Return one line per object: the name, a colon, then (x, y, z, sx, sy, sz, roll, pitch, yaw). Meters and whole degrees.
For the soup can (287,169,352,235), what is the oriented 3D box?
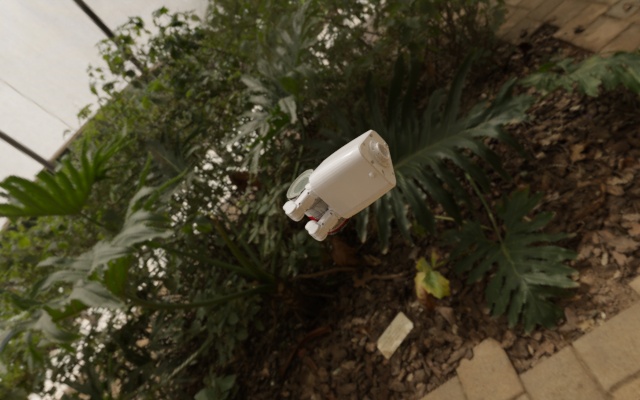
soup can: (0.000, 0.003, 0.832, 0.102, 0.068, 0.068, 42, -19, -22)
